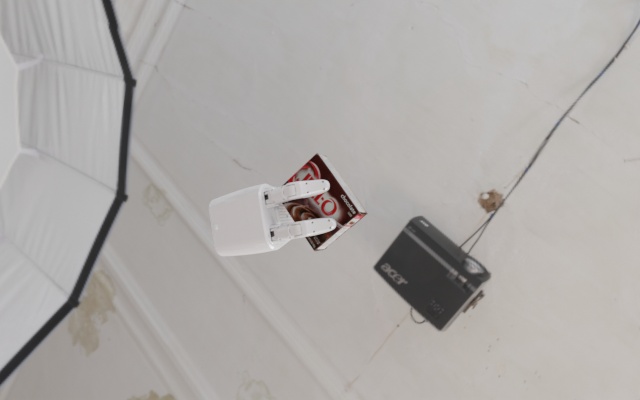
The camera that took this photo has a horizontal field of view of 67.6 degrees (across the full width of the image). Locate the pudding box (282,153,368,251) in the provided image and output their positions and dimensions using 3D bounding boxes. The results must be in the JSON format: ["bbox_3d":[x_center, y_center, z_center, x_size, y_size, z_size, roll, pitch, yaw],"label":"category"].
[{"bbox_3d":[0.000,0.002,0.693,0.090,0.113,0.039,-42,-18,20],"label":"pudding box"}]
